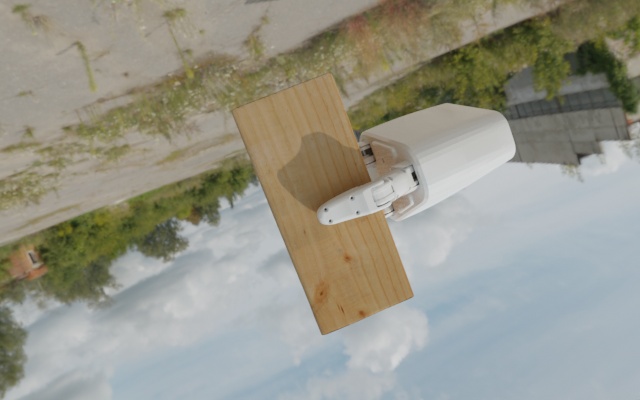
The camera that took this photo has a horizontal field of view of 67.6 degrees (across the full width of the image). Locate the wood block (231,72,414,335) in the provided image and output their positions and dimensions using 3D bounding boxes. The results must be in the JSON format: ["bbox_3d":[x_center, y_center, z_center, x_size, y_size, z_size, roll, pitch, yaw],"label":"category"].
[{"bbox_3d":[0.001,0.001,0.442,0.090,0.206,0.091,-22,7,-4],"label":"wood block"}]
